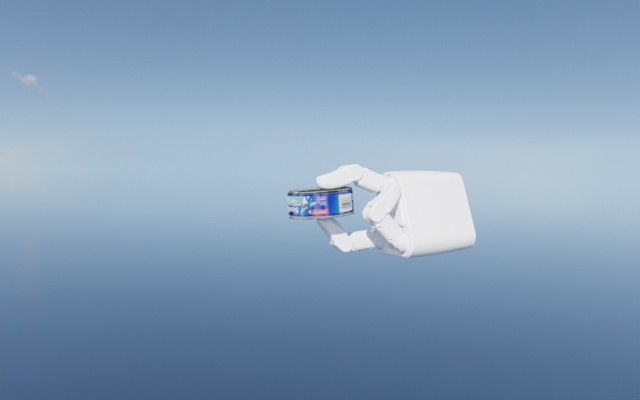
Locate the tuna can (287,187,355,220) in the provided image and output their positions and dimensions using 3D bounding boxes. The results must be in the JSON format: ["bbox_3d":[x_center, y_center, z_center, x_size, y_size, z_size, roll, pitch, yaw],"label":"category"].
[{"bbox_3d":[0.000,0.001,0.612,0.086,0.034,0.086,-4,5,0],"label":"tuna can"}]
